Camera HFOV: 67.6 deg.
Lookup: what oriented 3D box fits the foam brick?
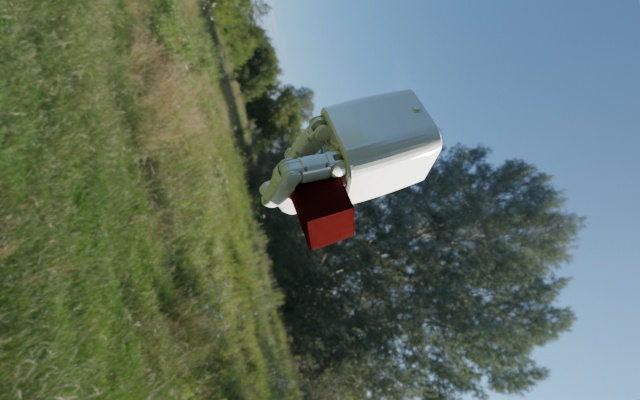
[{"bbox_3d":[0.000,0.002,0.504,0.051,0.078,0.053,-15,-37,-9],"label":"foam brick"}]
